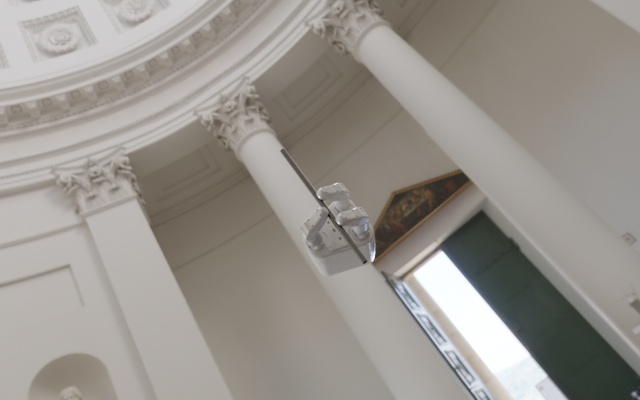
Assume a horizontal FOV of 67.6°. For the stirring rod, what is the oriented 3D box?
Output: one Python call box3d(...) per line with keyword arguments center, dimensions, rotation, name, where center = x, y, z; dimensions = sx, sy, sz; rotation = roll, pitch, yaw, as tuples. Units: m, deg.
box3d(center=(0.000, 0.003, 0.734), dimensions=(0.011, 0.239, 0.011), rotation=(-27, -29, -17), name="stirring rod")
